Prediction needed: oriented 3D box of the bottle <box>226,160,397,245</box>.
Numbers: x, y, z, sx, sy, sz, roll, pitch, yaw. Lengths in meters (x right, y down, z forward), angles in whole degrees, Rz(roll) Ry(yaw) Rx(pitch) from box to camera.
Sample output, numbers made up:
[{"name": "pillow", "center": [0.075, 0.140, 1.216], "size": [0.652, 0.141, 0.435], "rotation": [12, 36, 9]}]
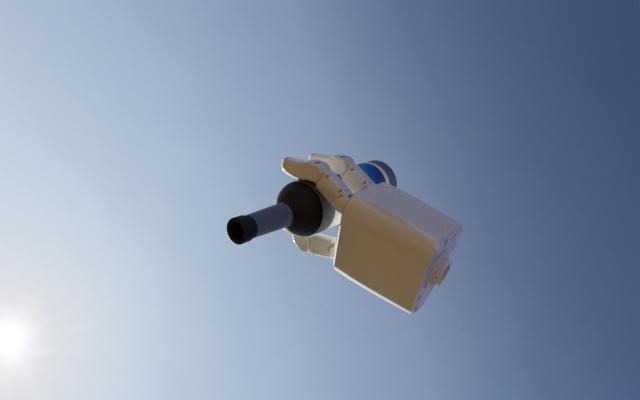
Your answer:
[{"name": "bottle", "center": [0.000, 0.002, 0.581], "size": [0.069, 0.069, 0.295], "rotation": [0, 11, 35]}]
